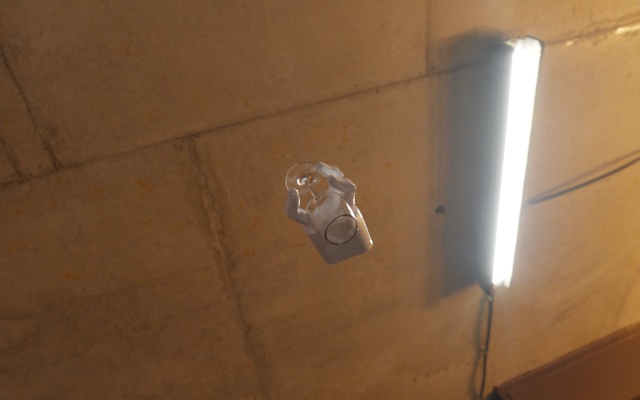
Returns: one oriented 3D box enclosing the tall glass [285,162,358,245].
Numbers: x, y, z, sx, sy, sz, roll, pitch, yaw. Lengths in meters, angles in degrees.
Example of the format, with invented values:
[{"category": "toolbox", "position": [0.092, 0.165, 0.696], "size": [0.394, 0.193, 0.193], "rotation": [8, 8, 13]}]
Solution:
[{"category": "tall glass", "position": [0.000, 0.003, 0.899], "size": [0.079, 0.079, 0.201], "rotation": [0, 29, -25]}]
